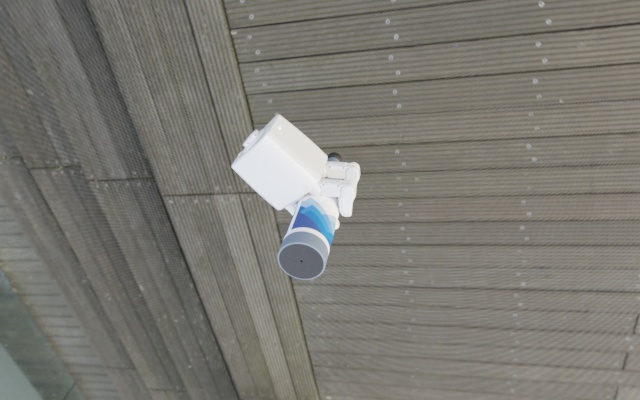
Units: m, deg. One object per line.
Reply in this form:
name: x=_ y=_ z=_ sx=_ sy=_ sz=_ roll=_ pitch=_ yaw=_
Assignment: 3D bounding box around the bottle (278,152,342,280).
bottle: x=0.000 y=0.003 z=0.764 sx=0.069 sy=0.069 sz=0.295 roll=0 pitch=33 yaw=12
